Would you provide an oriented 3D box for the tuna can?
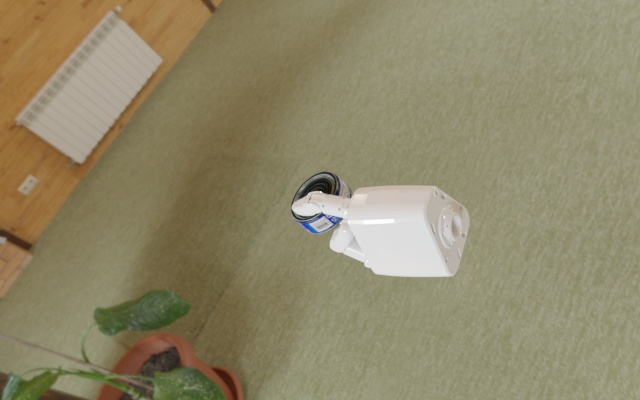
[{"bbox_3d":[0.000,0.002,0.665,0.086,0.086,0.034,0,-32,46],"label":"tuna can"}]
